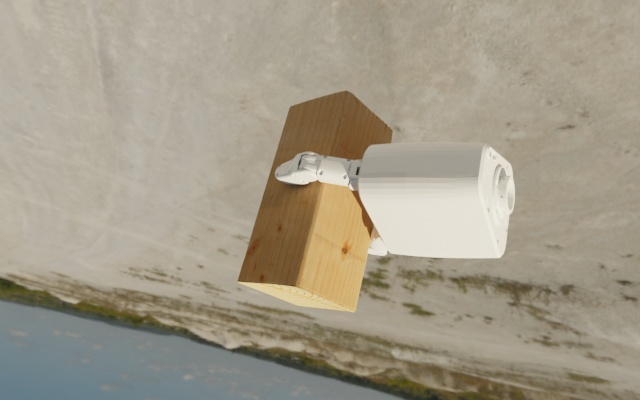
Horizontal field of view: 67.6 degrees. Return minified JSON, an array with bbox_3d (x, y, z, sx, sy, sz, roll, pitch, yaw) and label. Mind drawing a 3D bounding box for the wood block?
[{"bbox_3d":[0.000,0.002,0.506,0.090,0.206,0.091,-5,-27,43],"label":"wood block"}]
